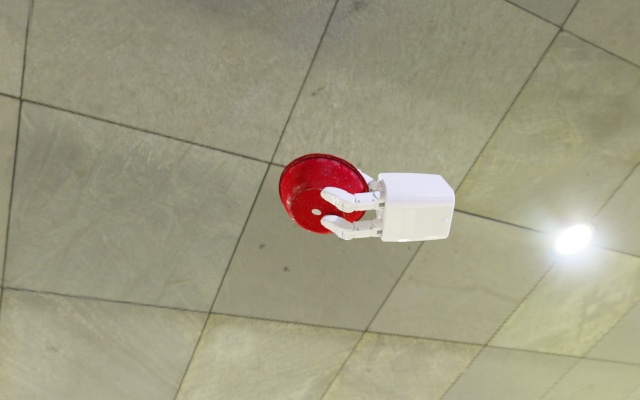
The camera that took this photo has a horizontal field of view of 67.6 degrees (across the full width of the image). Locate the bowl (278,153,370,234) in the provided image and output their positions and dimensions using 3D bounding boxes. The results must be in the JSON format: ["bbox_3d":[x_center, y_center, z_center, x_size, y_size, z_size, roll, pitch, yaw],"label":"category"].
[{"bbox_3d":[-0.001,0.003,0.807,0.162,0.162,0.055,0,35,14],"label":"bowl"}]
